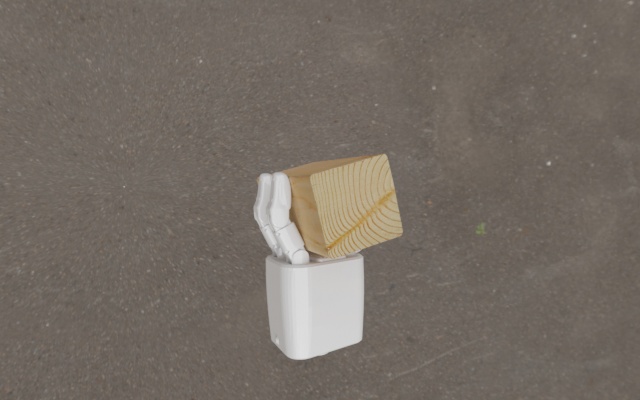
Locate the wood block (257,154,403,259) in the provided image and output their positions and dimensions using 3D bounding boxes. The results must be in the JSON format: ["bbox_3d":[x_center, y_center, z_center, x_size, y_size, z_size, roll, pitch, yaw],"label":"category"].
[{"bbox_3d":[0.001,0.002,0.576,0.091,0.090,0.206,-16,8,-21],"label":"wood block"}]
